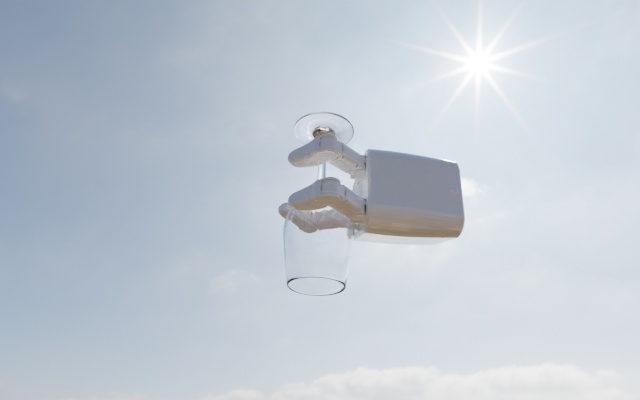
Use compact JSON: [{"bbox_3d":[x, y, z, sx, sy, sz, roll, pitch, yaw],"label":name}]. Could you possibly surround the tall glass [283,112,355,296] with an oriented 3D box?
[{"bbox_3d":[0.000,0.001,0.540,0.079,0.201,0.079,3,-28,1],"label":"tall glass"}]
